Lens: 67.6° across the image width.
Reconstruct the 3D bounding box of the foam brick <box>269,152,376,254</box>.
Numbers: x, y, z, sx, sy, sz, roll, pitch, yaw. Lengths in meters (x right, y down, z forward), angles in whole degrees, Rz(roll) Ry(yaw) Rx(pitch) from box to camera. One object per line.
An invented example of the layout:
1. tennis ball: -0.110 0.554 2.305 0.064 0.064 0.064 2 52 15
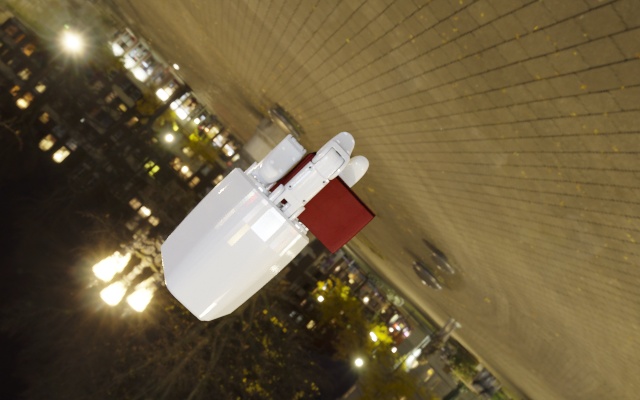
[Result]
1. foam brick: 0.000 0.002 0.429 0.051 0.078 0.053 -45 8 -4
